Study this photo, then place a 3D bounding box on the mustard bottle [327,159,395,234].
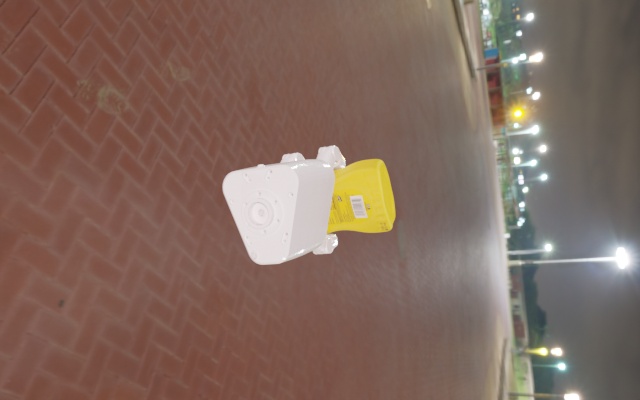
[{"bbox_3d":[0.000,0.002,0.654,0.191,0.096,0.058,-6,28,21],"label":"mustard bottle"}]
